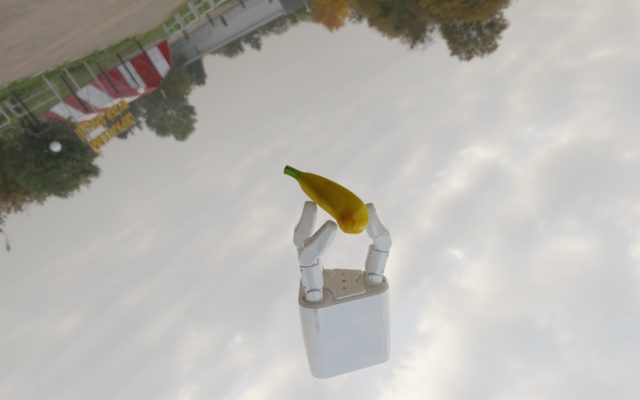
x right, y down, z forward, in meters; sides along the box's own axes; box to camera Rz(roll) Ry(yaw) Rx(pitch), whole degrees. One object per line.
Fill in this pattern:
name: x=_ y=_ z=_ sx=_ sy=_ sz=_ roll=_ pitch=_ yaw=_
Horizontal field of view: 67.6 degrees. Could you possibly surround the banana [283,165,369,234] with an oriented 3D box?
banana: x=0.015 y=0.004 z=0.559 sx=0.069 sy=0.037 sz=0.197 roll=10 pitch=13 yaw=-27
